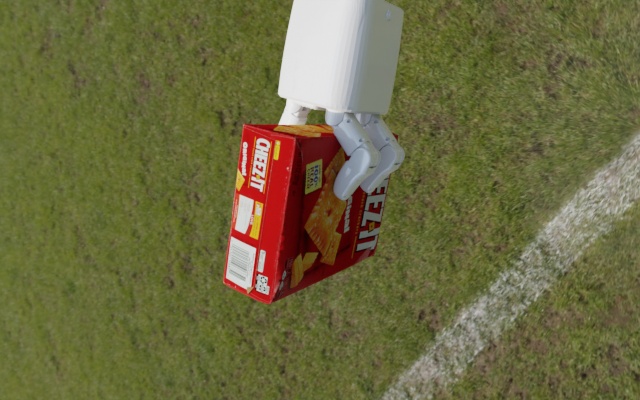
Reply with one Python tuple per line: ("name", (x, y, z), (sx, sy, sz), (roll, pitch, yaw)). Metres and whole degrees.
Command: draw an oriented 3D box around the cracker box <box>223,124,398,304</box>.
("cracker box", (0.000, 0.002, 0.524), (0.072, 0.164, 0.213), (19, 18, 31))
